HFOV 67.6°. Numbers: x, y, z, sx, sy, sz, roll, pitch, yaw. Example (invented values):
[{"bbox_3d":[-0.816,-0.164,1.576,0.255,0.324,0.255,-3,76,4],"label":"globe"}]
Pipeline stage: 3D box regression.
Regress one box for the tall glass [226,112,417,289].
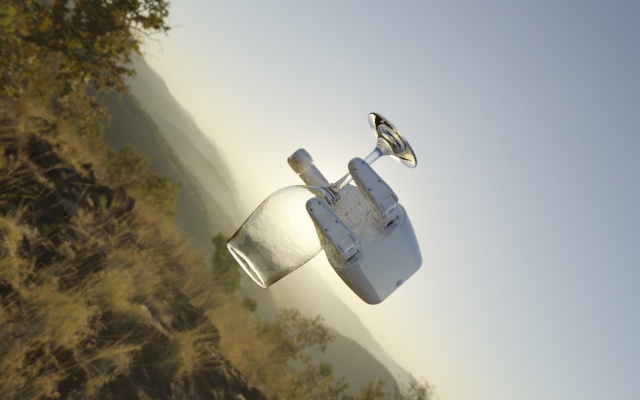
[{"bbox_3d":[0.001,0.001,0.490,0.201,0.079,0.079,-40,5,-5],"label":"tall glass"}]
